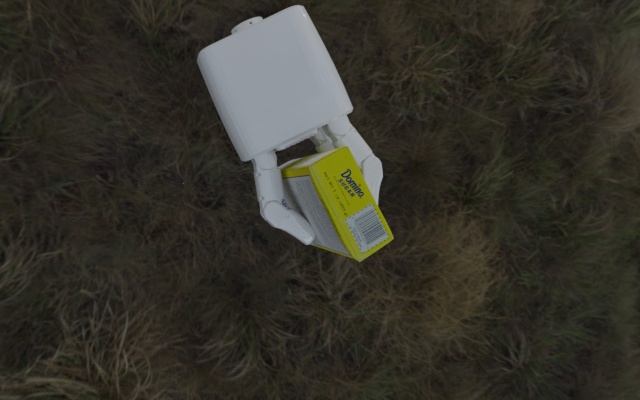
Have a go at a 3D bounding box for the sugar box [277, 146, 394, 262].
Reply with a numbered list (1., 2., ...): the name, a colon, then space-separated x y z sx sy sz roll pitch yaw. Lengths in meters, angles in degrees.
1. sugar box: 0.001 0.001 0.477 0.048 0.093 0.176 -29 10 -13
